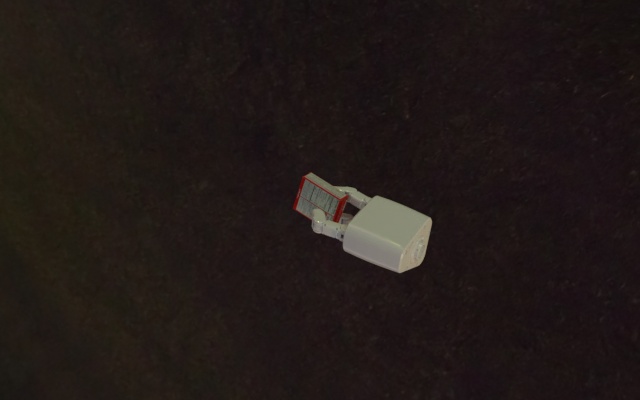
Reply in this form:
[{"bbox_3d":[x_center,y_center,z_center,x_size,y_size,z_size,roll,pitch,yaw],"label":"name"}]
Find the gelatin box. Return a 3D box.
[{"bbox_3d":[0.000,0.003,0.860,0.089,0.073,0.030,32,35,20],"label":"gelatin box"}]
